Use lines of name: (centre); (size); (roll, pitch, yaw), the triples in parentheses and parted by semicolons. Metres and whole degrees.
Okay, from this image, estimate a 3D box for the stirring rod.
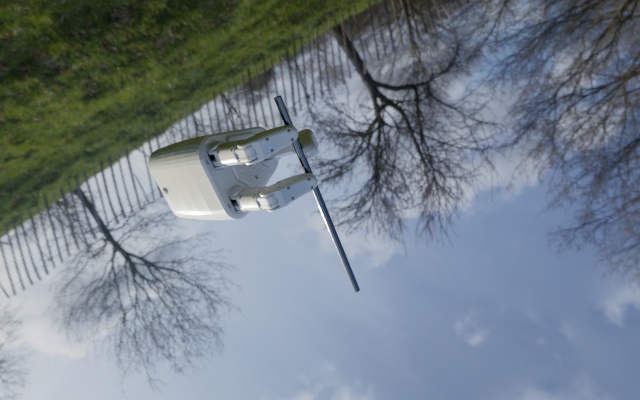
stirring rod: (0.000, 0.002, 0.513); (0.011, 0.240, 0.011); (-19, 22, 8)
